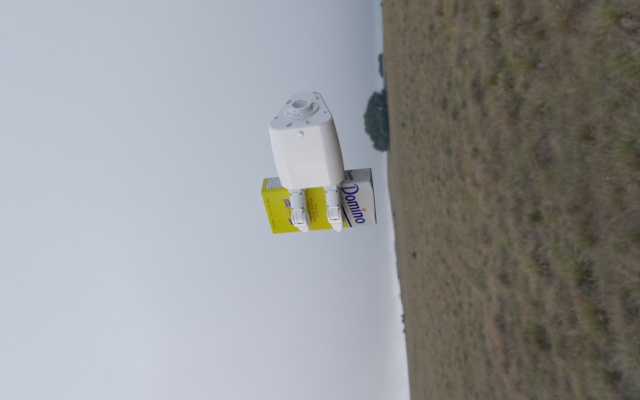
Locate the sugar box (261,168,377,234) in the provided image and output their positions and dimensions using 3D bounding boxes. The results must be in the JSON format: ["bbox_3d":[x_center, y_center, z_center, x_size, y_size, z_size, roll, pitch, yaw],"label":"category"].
[{"bbox_3d":[0.000,0.003,0.778,0.176,0.093,0.048,-5,37,9],"label":"sugar box"}]
